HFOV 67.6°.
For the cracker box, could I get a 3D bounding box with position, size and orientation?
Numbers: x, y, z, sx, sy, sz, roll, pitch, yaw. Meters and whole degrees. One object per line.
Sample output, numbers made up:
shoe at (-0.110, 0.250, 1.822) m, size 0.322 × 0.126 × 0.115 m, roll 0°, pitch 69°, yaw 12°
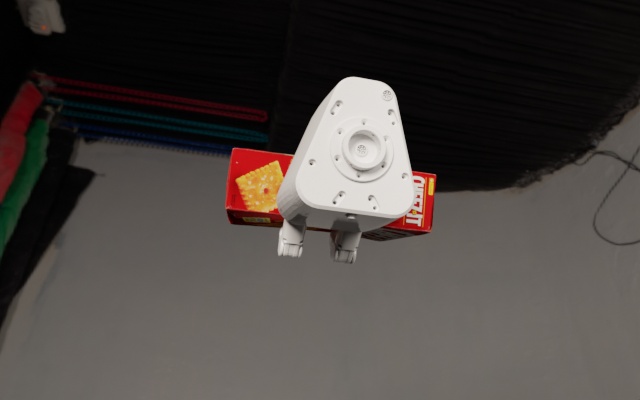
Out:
cracker box at (0.000, 0.002, 0.555) m, size 0.214 × 0.072 × 0.164 m, roll 8°, pitch -8°, yaw -10°
